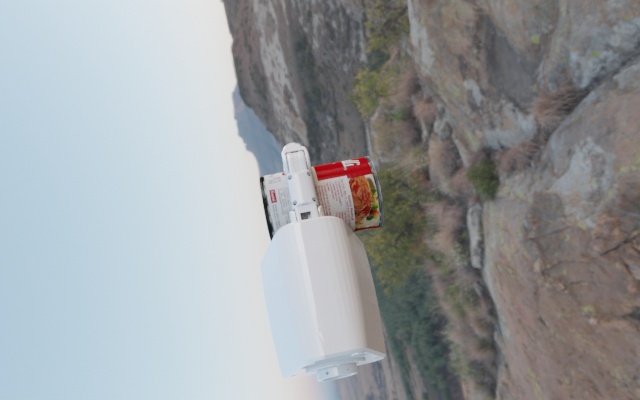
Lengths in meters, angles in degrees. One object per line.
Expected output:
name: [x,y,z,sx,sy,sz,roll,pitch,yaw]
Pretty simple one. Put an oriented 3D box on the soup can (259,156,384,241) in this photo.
soup can: [0.000,0.001,0.440,0.102,0.068,0.068,-11,1,-4]
